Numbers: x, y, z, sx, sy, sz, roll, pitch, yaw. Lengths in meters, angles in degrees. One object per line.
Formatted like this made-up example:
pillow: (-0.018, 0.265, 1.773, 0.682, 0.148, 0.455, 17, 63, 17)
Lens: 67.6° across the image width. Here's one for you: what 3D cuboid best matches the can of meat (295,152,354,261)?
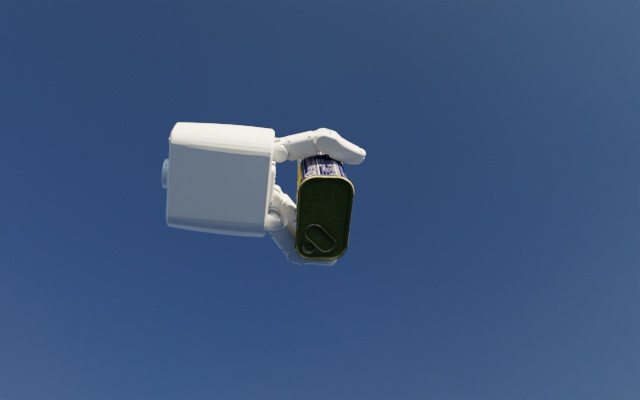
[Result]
can of meat: (0.000, 0.002, 0.533, 0.057, 0.102, 0.084, 1, 28, -6)
